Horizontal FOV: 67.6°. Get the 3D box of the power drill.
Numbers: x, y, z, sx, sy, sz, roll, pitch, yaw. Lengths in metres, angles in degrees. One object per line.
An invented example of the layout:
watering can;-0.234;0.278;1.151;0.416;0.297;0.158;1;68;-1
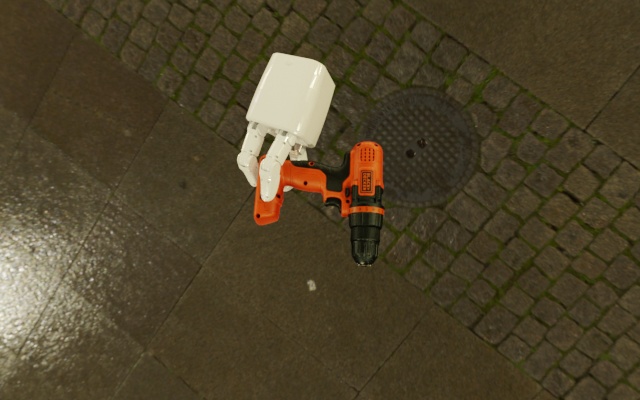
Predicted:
power drill;0.000;0.002;0.705;0.187;0.184;0.057;2;-15;4
